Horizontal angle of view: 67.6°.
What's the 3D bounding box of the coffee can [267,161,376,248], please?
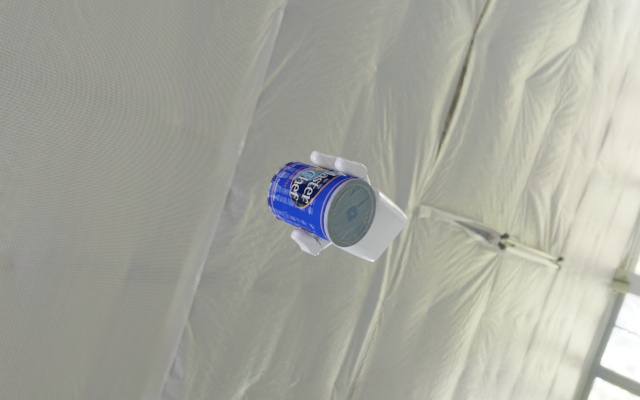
[{"bbox_3d":[0.000,0.002,0.738,0.103,0.103,0.140,0,14,-44],"label":"coffee can"}]
